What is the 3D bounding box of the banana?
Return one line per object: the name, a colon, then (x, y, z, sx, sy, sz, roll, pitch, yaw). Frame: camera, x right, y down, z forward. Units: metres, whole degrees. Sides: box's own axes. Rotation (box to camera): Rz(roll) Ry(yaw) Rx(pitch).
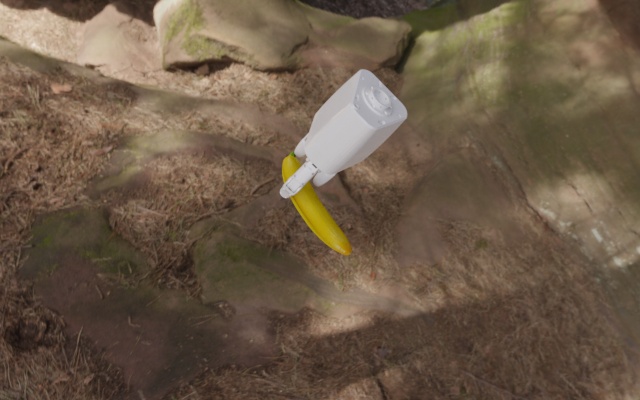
banana: (-0.013, 0.002, 0.751, 0.037, 0.197, 0.069, -37, -16, 34)
